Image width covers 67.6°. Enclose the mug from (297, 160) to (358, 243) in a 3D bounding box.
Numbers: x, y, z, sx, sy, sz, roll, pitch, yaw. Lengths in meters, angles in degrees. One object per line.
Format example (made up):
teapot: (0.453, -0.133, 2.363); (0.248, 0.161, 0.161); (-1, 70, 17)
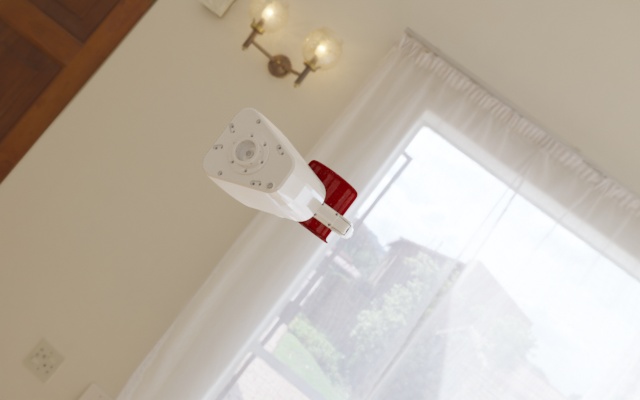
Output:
mug: (0.001, 0.002, 0.665); (0.093, 0.081, 0.117); (36, -3, 23)
